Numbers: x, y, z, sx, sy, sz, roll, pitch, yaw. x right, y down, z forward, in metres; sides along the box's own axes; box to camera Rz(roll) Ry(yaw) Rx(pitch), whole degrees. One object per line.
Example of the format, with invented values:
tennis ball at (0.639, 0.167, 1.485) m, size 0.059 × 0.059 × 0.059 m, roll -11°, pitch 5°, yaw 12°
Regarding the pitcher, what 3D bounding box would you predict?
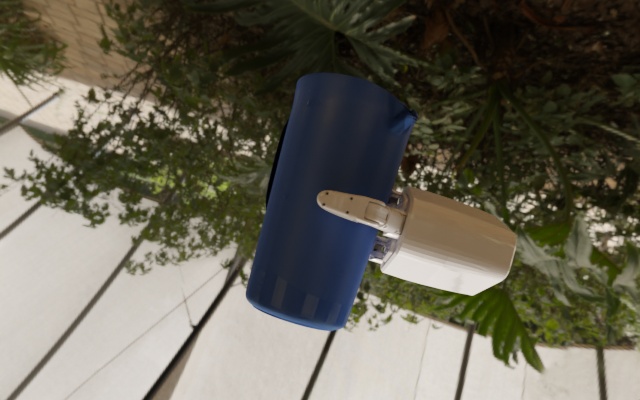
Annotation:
pitcher at (0.000, 0.002, 0.506) m, size 0.145 × 0.243 × 0.149 m, roll 17°, pitch -6°, yaw 3°
